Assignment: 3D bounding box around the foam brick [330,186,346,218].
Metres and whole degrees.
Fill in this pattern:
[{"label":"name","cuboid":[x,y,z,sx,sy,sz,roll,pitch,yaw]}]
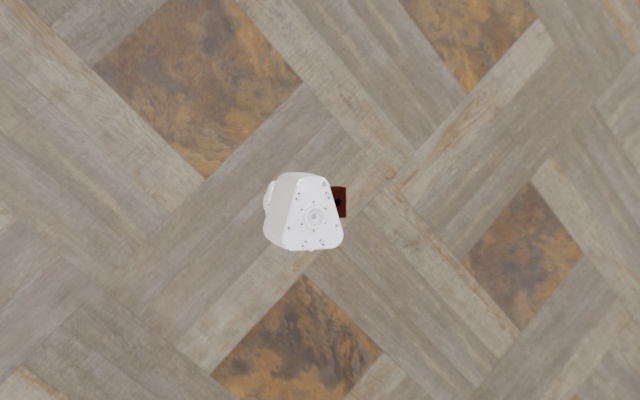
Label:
[{"label":"foam brick","cuboid":[0.000,0.003,0.806,0.078,0.053,0.051,-2,4,-19]}]
